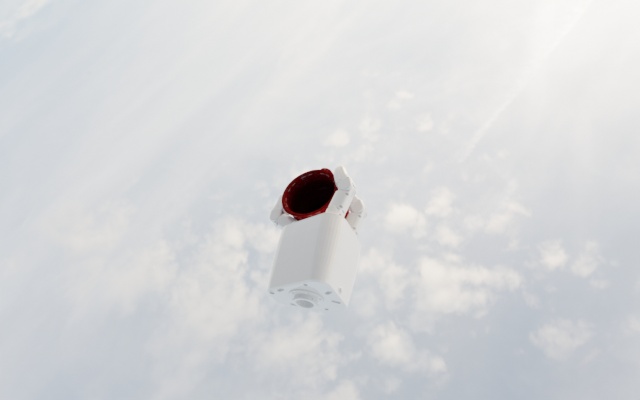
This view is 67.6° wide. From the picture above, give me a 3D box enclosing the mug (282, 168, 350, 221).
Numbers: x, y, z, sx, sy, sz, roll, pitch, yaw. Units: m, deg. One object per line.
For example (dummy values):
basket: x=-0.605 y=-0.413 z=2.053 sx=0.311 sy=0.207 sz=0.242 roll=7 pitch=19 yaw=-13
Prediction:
mug: x=0.000 y=0.001 z=0.762 sx=0.093 sy=0.117 sz=0.082 roll=-3 pitch=-39 yaw=25
